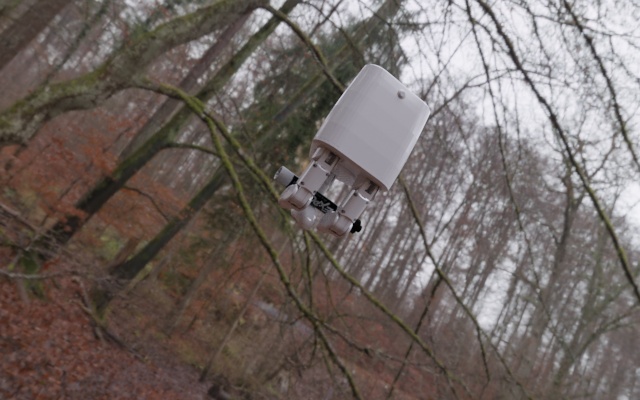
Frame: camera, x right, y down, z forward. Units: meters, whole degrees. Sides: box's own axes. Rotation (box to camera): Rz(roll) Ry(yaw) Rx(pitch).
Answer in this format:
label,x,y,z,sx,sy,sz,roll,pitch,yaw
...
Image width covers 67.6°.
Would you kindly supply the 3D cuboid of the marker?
label,x,y,z,sx,sy,sz,roll,pitch,yaw
marker,0.000,0.002,0.550,0.121,0.020,0.020,35,-12,-18
